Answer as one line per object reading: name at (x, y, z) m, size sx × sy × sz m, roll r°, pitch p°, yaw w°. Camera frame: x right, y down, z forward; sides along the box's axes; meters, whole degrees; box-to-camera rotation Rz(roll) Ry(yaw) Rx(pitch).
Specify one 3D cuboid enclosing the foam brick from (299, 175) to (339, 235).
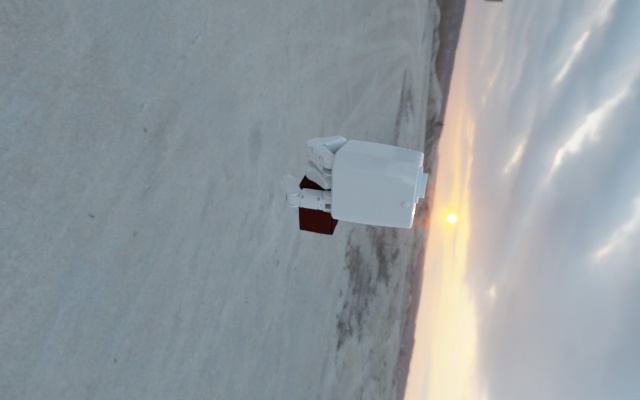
foam brick at (0.000, 0.002, 0.686) m, size 0.051 × 0.078 × 0.053 m, roll 9°, pitch 36°, yaw 12°
